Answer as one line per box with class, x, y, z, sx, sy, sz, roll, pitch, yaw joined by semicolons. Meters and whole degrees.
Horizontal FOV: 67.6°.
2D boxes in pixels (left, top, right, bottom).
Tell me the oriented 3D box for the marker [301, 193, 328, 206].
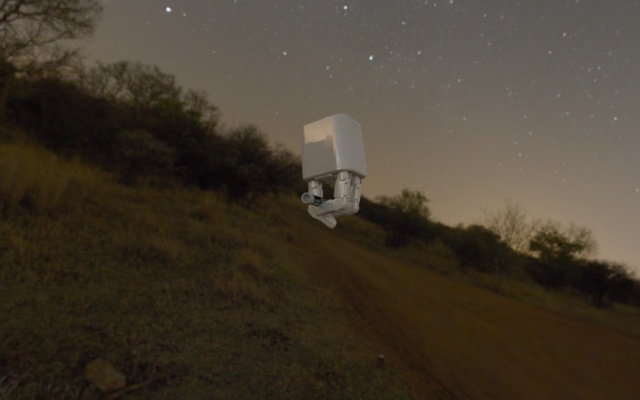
marker;0.000;0.003;0.866;0.020;0.020;0.121;0;-7;25
